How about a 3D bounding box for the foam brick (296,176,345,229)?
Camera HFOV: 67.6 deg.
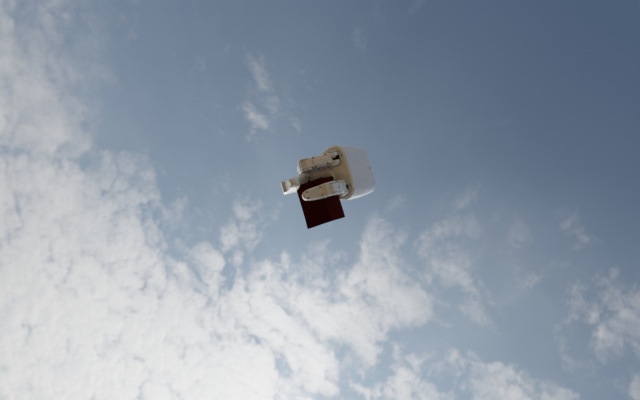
[{"bbox_3d":[0.000,0.003,0.827,0.053,0.078,0.051,-18,-4,30],"label":"foam brick"}]
